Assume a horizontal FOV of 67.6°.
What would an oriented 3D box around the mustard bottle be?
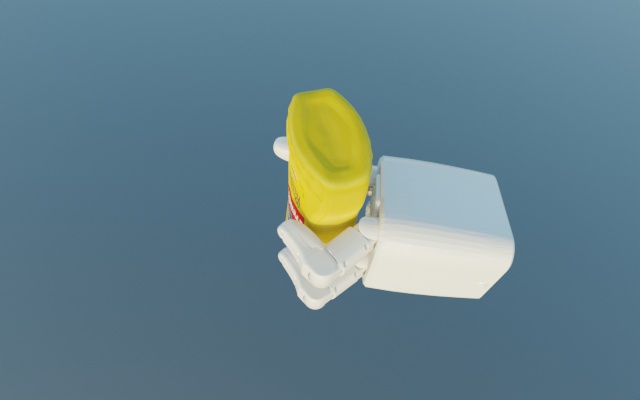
[{"bbox_3d":[0.000,0.001,0.421,0.058,0.096,0.192,-13,-30,-12],"label":"mustard bottle"}]
